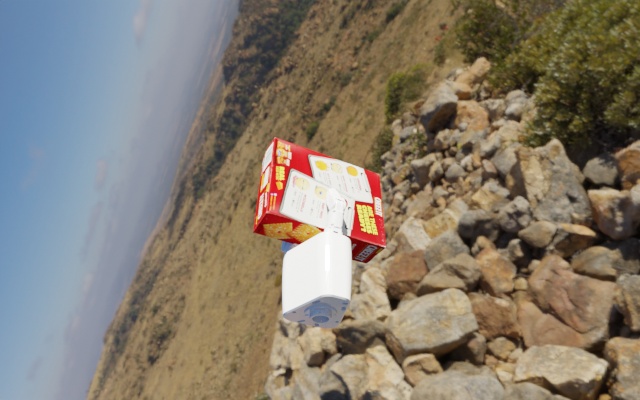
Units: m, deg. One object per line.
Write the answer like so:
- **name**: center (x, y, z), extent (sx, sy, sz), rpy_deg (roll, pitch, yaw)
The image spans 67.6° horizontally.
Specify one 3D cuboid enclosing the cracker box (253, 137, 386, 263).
- **cracker box**: center (0.000, 0.003, 0.822), extent (0.214, 0.164, 0.072), rpy_deg (18, -41, -21)
